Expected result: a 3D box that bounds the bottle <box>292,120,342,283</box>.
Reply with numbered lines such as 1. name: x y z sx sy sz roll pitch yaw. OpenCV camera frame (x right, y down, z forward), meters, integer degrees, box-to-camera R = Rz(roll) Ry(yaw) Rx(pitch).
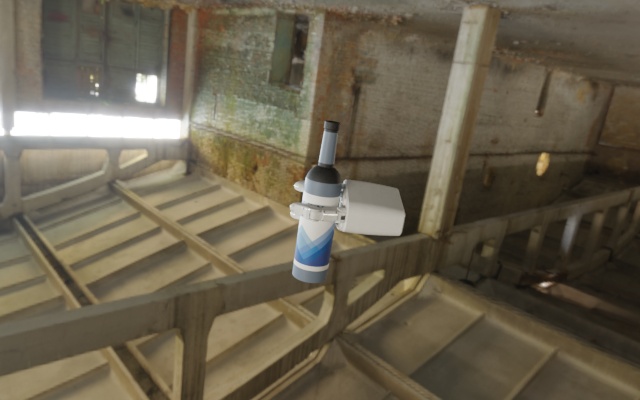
1. bottle: 0.000 0.003 0.872 0.069 0.296 0.069 8 16 -2
